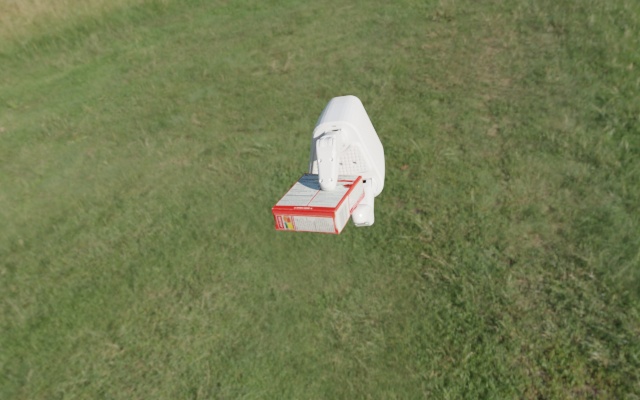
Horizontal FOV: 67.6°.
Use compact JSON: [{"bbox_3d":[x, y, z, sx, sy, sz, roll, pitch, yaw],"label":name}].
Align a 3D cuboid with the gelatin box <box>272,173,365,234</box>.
[{"bbox_3d":[0.000,0.001,0.520,0.073,0.030,0.089,2,29,24],"label":"gelatin box"}]
